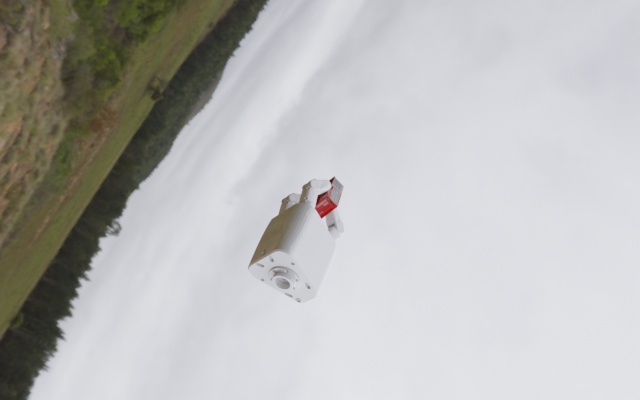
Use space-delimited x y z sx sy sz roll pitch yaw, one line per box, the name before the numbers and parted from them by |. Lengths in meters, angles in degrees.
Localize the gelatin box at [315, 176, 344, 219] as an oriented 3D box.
gelatin box | 0.001 0.003 0.845 0.073 0.030 0.089 -37 14 25
